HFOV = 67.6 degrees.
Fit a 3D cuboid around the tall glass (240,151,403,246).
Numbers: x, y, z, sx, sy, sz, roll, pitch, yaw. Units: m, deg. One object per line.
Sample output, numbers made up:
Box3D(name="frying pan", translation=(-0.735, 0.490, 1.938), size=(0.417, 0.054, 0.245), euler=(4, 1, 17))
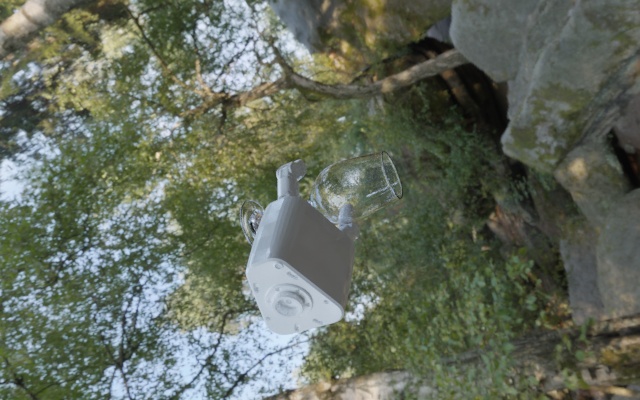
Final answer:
Box3D(name="tall glass", translation=(-0.001, 0.002, 0.608), size=(0.201, 0.079, 0.079), euler=(-21, -8, 22))
